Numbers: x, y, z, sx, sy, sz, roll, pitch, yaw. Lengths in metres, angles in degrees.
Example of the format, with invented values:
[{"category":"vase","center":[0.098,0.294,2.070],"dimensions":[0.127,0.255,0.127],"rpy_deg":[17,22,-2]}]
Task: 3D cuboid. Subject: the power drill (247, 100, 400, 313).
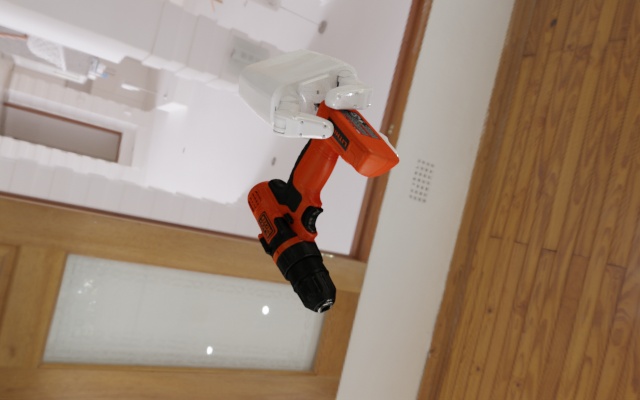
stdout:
[{"category":"power drill","center":[0.000,0.001,0.521],"dimensions":[0.057,0.188,0.184],"rpy_deg":[7,39,-46]}]
